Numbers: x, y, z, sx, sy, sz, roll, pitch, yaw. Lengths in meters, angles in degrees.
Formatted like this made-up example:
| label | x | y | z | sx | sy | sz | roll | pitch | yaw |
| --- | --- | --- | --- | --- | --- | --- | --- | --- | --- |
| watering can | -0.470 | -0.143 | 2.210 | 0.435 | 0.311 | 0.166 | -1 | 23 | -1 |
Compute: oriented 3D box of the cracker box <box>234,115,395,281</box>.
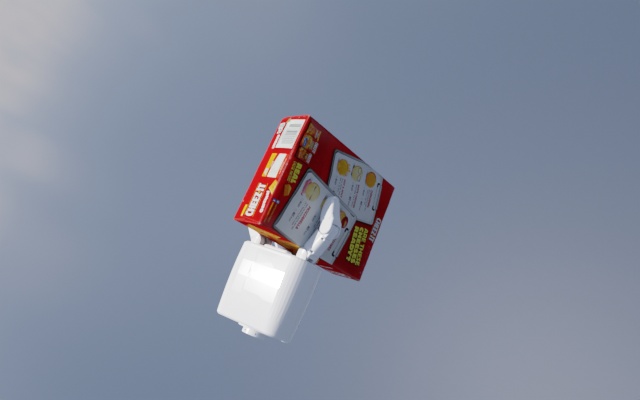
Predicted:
| label | x | y | z | sx | sy | sz | roll | pitch | yaw |
| --- | --- | --- | --- | --- | --- | --- | --- | --- | --- |
| cracker box | 0.000 | 0.002 | 0.699 | 0.072 | 0.164 | 0.214 | 8 | -21 | 47 |
